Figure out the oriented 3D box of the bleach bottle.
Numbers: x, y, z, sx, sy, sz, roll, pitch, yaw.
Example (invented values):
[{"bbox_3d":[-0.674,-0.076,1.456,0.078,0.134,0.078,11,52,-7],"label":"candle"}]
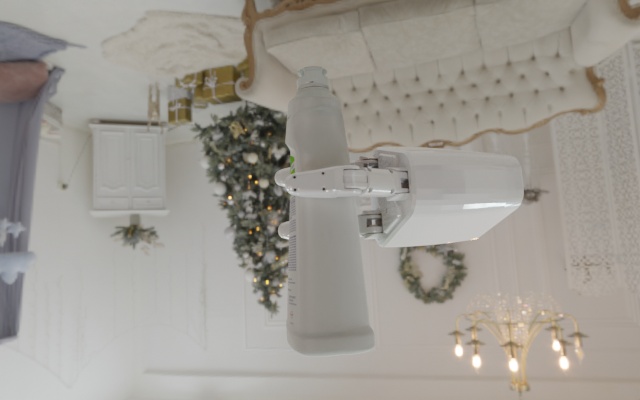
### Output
[{"bbox_3d":[0.000,0.001,0.427,0.068,0.251,0.102,-1,-8,-12],"label":"bleach bottle"}]
